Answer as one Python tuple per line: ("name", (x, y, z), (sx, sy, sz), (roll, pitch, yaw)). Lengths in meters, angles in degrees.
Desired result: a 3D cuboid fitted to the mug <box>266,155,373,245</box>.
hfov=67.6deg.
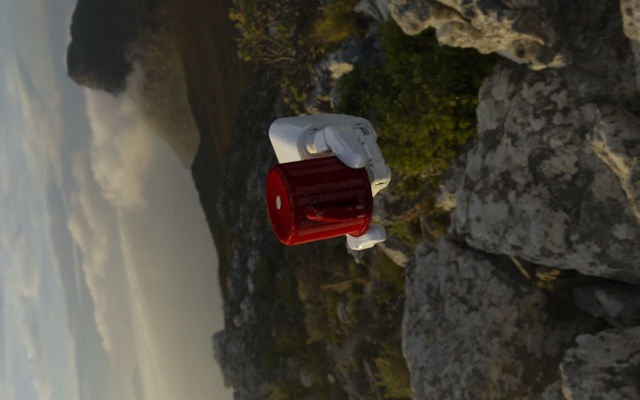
("mug", (0.000, 0.002, 0.469), (0.081, 0.093, 0.117), (-10, 18, -23))
